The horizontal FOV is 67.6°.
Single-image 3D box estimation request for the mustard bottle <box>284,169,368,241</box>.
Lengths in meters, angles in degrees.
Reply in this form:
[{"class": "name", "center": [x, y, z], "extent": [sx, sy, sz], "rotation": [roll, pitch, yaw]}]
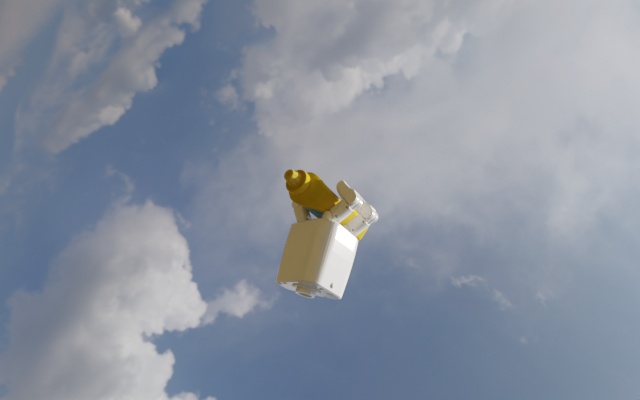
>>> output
[{"class": "mustard bottle", "center": [0.000, 0.002, 0.816], "extent": [0.096, 0.058, 0.192], "rotation": [30, -7, 44]}]
